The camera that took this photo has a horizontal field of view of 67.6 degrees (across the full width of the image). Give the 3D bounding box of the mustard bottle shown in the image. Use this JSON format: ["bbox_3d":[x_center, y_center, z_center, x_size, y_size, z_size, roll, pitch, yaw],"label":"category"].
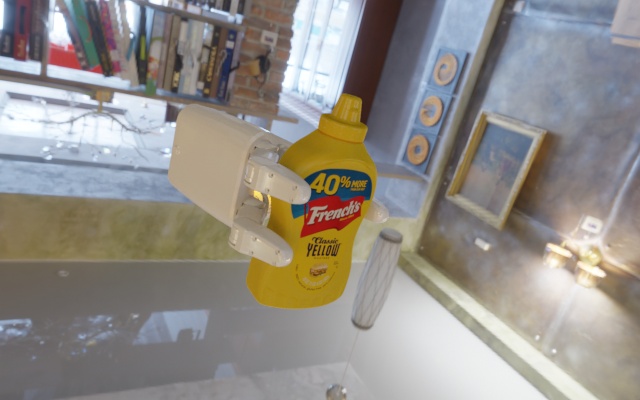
[{"bbox_3d":[0.000,0.002,0.422,0.096,0.192,0.058,4,22,-31],"label":"mustard bottle"}]
